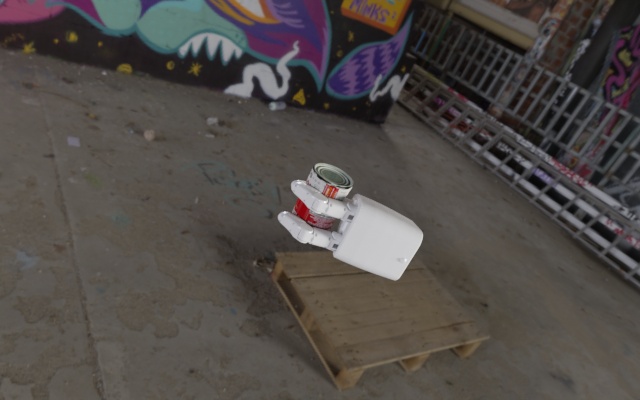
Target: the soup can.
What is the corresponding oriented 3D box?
[{"bbox_3d":[0.000,0.002,0.735,0.068,0.102,0.068,21,26,-11],"label":"soup can"}]
